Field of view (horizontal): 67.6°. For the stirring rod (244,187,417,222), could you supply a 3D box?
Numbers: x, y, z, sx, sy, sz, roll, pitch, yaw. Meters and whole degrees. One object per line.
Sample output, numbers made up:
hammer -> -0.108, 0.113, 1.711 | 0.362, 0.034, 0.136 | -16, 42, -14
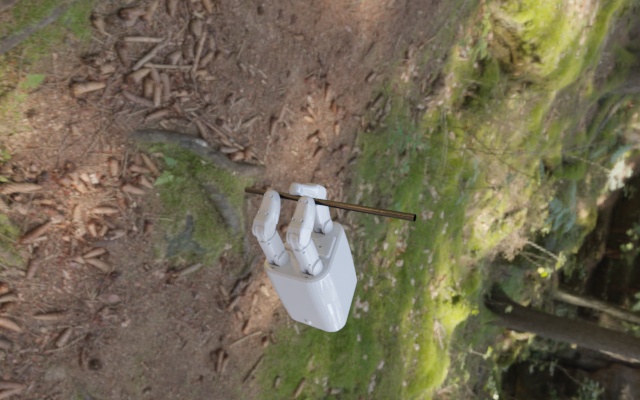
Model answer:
stirring rod -> 0.000, 0.002, 0.563 | 0.239, 0.011, 0.011 | 9, 5, 35
